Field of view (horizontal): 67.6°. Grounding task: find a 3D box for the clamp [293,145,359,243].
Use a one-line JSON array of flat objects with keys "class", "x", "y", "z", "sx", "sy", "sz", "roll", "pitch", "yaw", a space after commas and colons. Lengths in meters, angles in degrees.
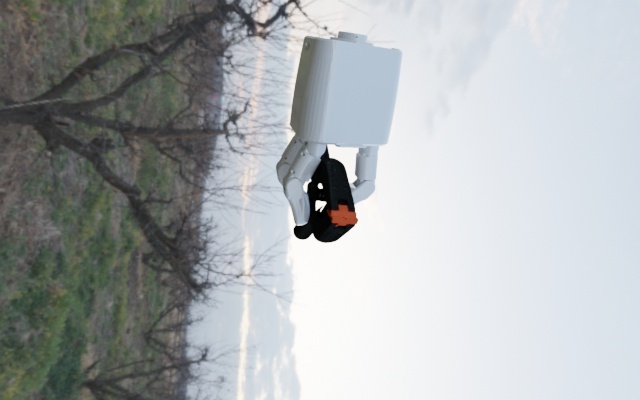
[{"class": "clamp", "x": 0.001, "y": 0.002, "z": 0.564, "sx": 0.036, "sy": 0.165, "sz": 0.210, "roll": 3, "pitch": 20, "yaw": -13}]
